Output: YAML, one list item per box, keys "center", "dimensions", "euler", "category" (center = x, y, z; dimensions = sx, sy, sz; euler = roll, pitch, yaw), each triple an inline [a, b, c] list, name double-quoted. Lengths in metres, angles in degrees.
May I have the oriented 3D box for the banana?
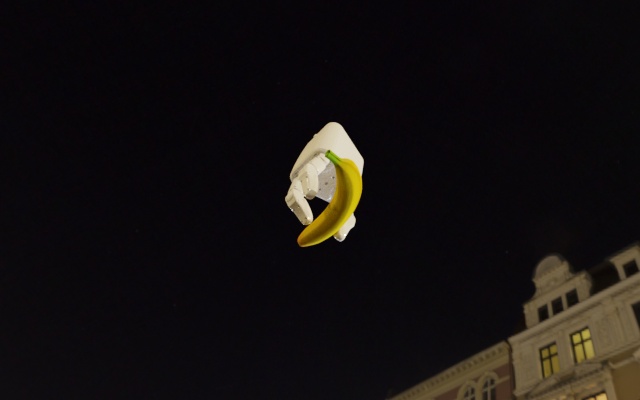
- center: [0.019, 0.005, 0.718]
  dimensions: [0.069, 0.198, 0.037]
  euler: [17, 41, -2]
  category: "banana"
